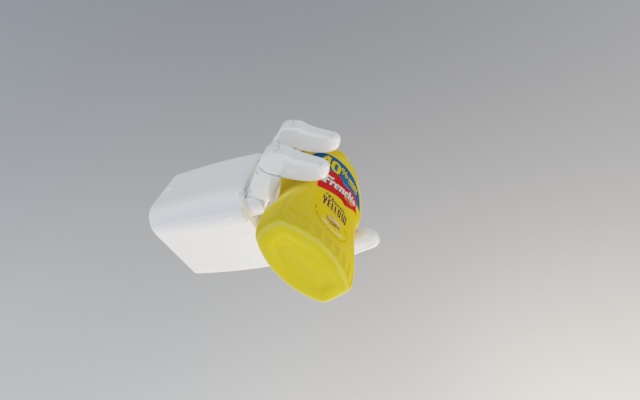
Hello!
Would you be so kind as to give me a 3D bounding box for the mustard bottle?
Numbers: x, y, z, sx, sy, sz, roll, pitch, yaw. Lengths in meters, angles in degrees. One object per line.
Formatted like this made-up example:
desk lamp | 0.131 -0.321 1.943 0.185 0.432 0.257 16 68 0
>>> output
mustard bottle | 0.000 0.002 0.471 0.058 0.096 0.191 -34 22 28
